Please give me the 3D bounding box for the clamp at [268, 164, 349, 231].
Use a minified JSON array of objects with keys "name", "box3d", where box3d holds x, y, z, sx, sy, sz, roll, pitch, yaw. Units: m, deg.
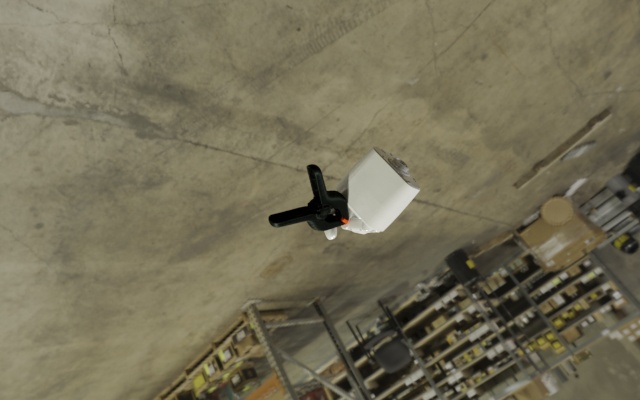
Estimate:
[{"name":"clamp","box3d":[0.000,0.003,0.809,0.171,0.120,0.039,11,33,-51]}]
